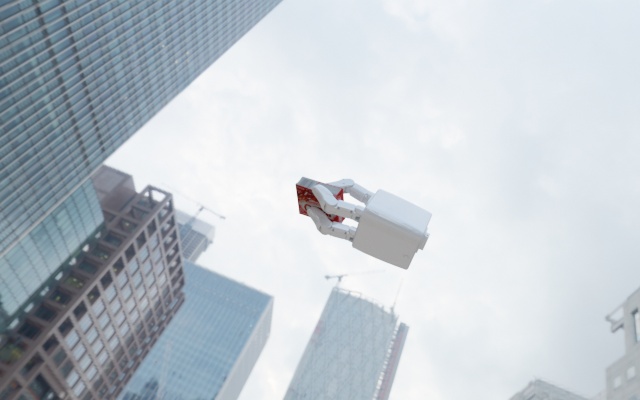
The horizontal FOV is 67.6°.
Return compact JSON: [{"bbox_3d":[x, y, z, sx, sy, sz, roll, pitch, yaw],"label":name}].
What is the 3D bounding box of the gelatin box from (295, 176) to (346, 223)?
[{"bbox_3d":[0.000,0.002,0.868,0.089,0.073,0.030,18,46,25],"label":"gelatin box"}]
